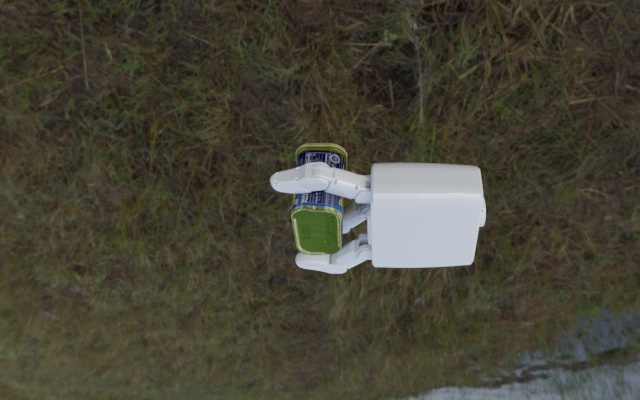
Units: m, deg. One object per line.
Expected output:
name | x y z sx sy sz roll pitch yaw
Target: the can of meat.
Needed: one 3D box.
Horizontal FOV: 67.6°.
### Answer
can of meat | 0.000 0.002 0.527 0.057 0.084 0.102 2 -34 5
